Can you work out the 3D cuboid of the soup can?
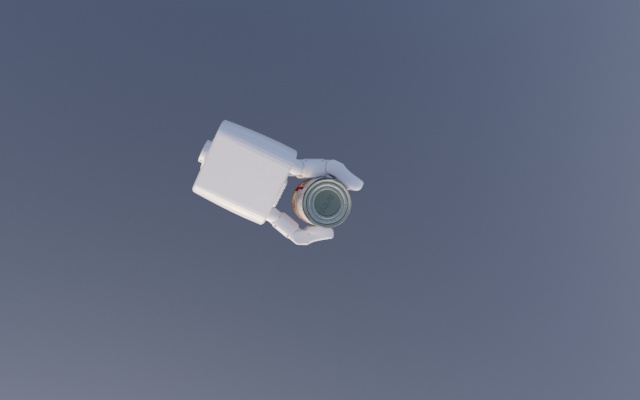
[{"bbox_3d":[0.001,0.003,0.667,0.068,0.068,0.102,0,1,-11],"label":"soup can"}]
